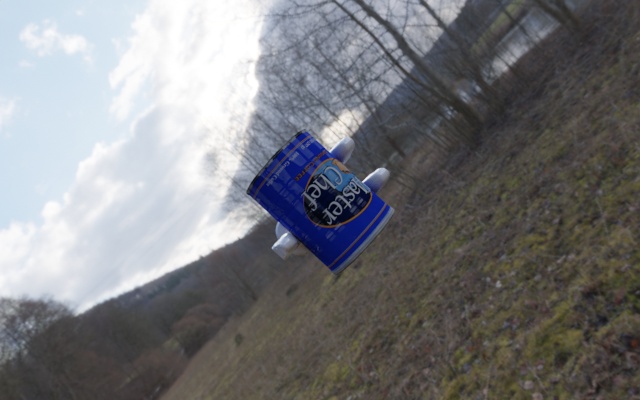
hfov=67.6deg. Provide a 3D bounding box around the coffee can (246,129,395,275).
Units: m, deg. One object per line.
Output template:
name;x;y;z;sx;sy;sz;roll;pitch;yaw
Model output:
coffee can;0.000;0.002;0.555;0.140;0.103;0.103;43;1;1
